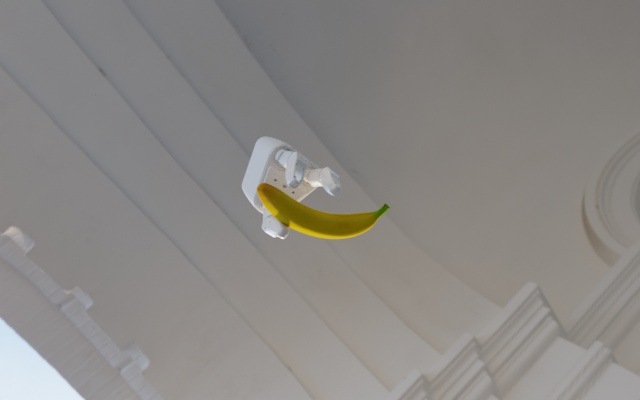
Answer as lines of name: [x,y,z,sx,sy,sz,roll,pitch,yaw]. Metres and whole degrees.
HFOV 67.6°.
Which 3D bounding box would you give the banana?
banana: [-0.001,0.020,0.678,0.198,0.070,0.037,8,17,-22]
